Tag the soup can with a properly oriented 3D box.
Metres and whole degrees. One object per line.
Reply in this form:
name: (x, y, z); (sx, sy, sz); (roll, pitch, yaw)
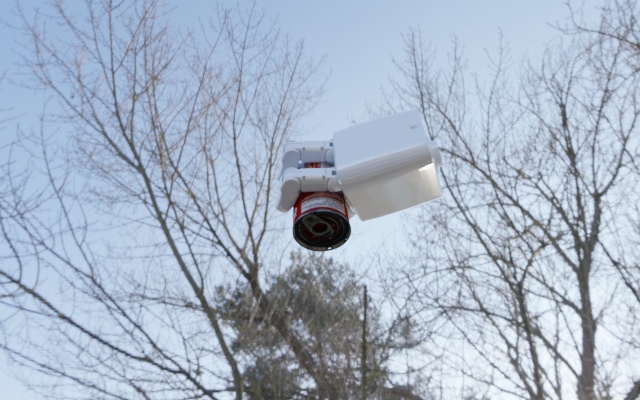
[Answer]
soup can: (0.000, 0.002, 0.582); (0.068, 0.069, 0.102); (0, 43, -2)
